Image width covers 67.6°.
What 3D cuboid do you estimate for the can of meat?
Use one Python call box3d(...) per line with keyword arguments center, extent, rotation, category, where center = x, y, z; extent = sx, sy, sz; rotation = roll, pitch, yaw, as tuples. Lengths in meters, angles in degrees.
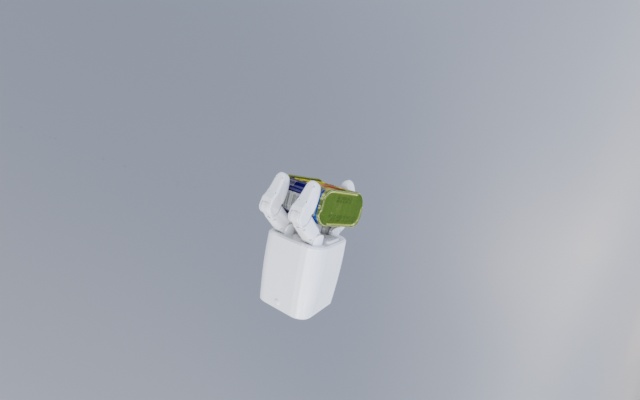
box3d(center=(0.000, 0.002, 0.682), extent=(0.084, 0.057, 0.102), rotation=(19, 8, 38), category="can of meat")
